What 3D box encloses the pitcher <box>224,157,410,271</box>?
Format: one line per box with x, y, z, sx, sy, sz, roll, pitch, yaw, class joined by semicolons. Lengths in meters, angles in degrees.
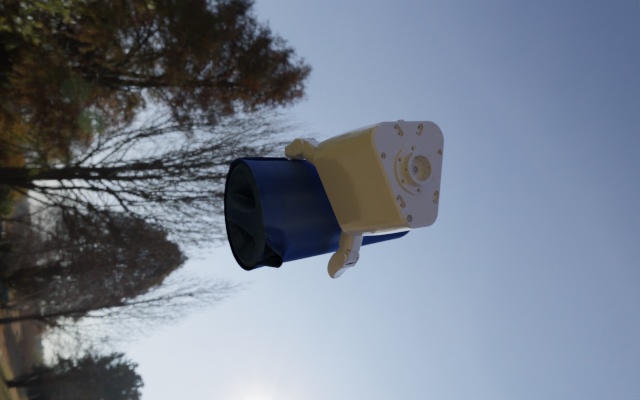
0.000;0.002;0.630;0.243;0.149;0.145;-5;-5;-30;pitcher
